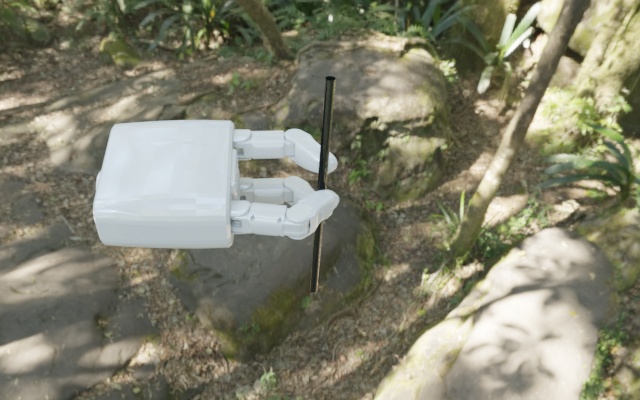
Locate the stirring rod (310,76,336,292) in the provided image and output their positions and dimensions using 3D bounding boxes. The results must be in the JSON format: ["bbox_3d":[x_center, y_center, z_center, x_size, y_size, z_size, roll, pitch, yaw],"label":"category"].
[{"bbox_3d":[0.000,0.002,0.436,0.011,0.240,0.011,3,39,-2],"label":"stirring rod"}]
